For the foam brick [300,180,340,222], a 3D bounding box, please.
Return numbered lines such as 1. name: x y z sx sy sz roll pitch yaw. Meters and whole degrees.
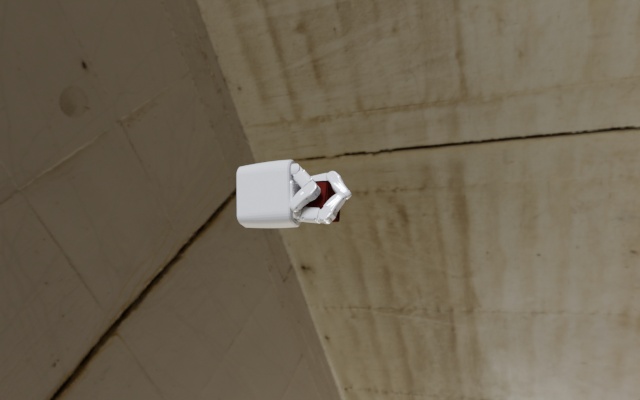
1. foam brick: 0.000 0.003 0.862 0.051 0.053 0.078 -4 -24 20
